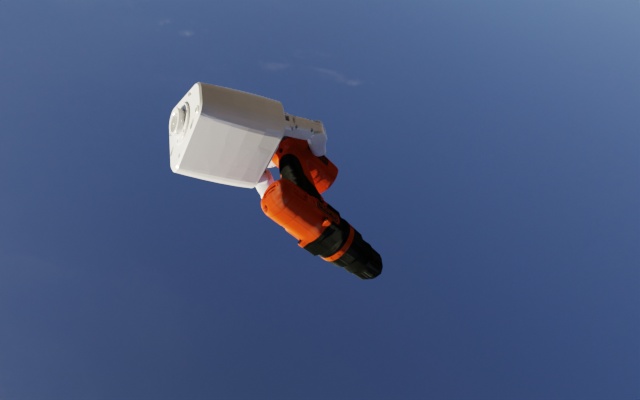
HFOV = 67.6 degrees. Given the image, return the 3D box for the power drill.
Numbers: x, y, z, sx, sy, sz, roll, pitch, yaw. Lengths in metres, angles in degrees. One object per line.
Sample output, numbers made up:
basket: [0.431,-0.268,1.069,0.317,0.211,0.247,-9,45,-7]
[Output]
power drill: [0.000,0.002,0.615,0.184,0.057,0.187,40,18,-29]
